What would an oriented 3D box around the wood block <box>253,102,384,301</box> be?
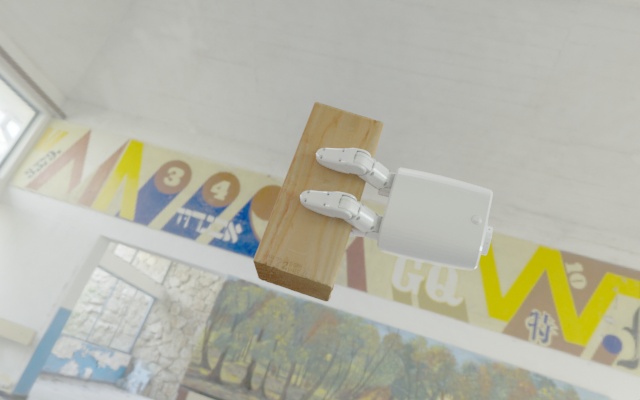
[{"bbox_3d":[0.001,0.002,0.569,0.090,0.206,0.091,18,-22,5],"label":"wood block"}]
